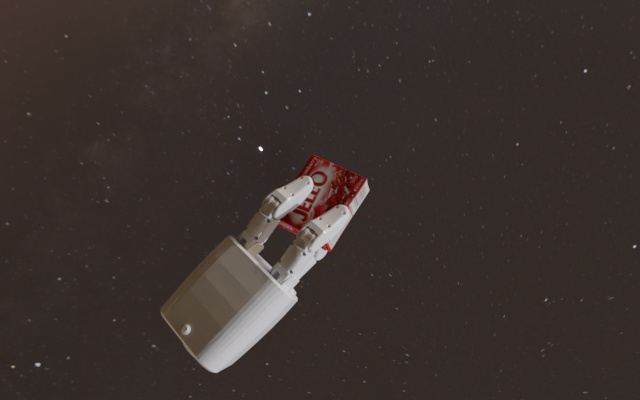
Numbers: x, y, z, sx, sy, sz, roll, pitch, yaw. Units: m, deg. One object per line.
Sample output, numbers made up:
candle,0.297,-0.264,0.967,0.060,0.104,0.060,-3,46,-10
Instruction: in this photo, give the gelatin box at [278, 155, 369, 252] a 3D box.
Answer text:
gelatin box,0.000,0.002,0.526,0.073,0.089,0.030,26,-20,23
